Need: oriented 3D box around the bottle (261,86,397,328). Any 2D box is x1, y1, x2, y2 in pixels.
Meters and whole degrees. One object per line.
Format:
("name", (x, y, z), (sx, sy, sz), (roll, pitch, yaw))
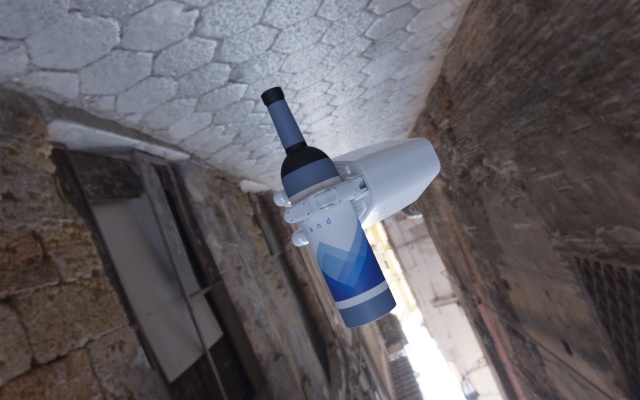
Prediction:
("bottle", (0.000, 0.002, 0.571), (0.069, 0.295, 0.069), (-24, -3, -1))
